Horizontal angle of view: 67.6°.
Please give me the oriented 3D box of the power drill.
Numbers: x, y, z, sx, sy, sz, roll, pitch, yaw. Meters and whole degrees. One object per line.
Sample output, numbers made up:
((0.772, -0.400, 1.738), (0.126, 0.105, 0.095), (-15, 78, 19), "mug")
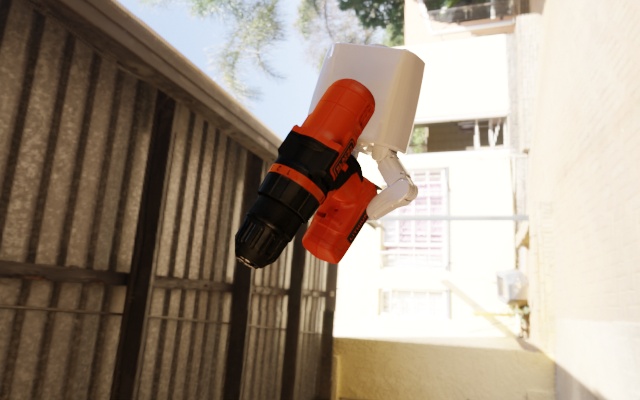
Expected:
((0.000, 0.001, 0.464), (0.057, 0.184, 0.188), (29, -14, 19), "power drill")
